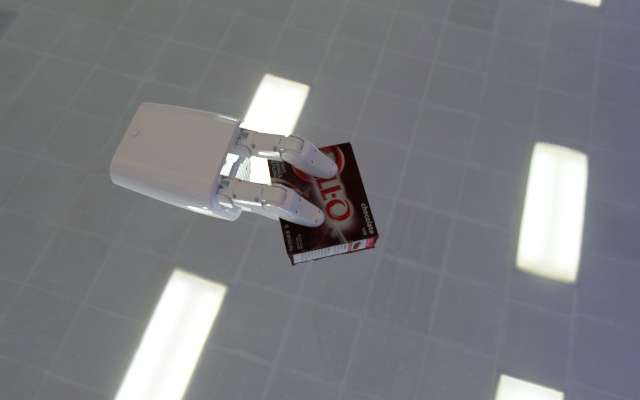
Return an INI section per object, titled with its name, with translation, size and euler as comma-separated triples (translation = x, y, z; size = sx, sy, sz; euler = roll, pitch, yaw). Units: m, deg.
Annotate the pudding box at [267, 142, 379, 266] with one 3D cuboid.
[pudding box]
translation = 0.000, 0.002, 0.483
size = 0.090, 0.113, 0.039
euler = -12, -24, -5
